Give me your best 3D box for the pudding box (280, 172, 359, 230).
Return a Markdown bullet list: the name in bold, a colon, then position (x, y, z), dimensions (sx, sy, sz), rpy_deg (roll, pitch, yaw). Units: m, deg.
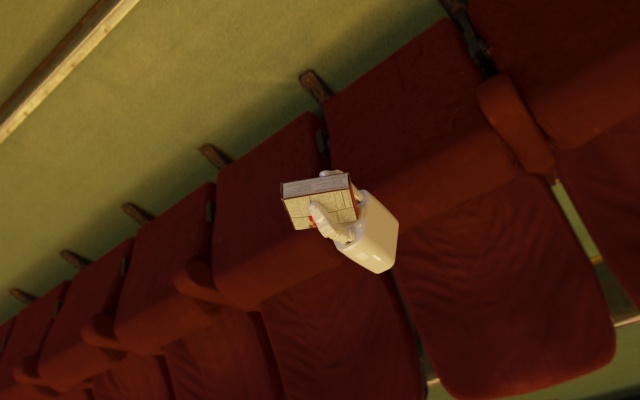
- **pudding box**: position (0.000, 0.003, 0.778), dimensions (0.113, 0.039, 0.090), rpy_deg (-10, -40, 6)
